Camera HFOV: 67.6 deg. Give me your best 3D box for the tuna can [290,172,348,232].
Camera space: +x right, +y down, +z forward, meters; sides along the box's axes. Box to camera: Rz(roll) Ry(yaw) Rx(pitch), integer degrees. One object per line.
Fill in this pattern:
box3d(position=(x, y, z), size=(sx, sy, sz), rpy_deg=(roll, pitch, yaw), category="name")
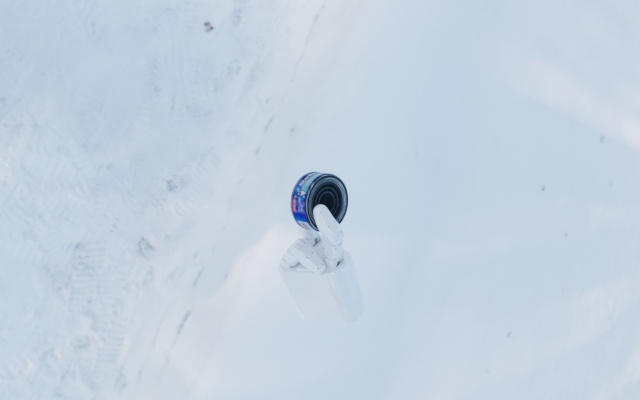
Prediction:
box3d(position=(0.000, 0.002, 0.685), size=(0.086, 0.086, 0.034), rpy_deg=(0, 6, -43), category="tuna can")
